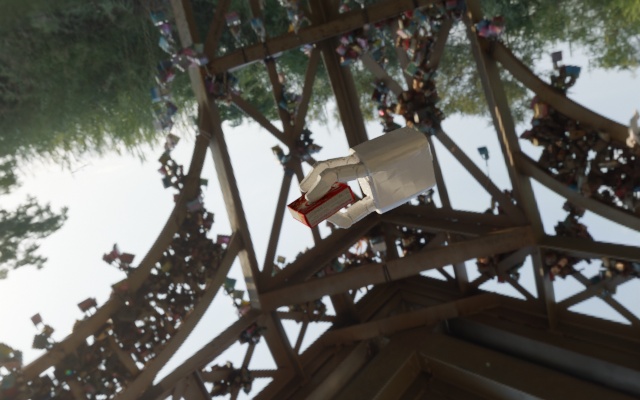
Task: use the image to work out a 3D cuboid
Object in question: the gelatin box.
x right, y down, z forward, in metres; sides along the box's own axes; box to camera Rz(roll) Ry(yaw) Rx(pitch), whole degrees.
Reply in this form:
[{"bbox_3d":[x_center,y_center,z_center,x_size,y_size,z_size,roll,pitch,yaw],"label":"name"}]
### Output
[{"bbox_3d":[0.000,0.003,0.755,0.089,0.030,0.073,-33,23,-15],"label":"gelatin box"}]
